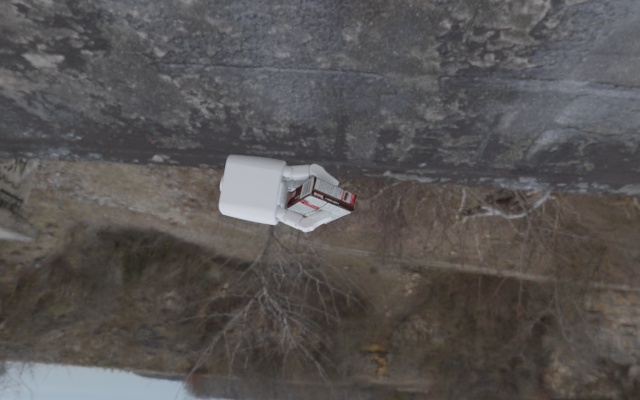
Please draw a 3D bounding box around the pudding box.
[{"bbox_3d":[0.000,0.003,0.876,0.090,0.039,0.113,22,-21,-20],"label":"pudding box"}]
